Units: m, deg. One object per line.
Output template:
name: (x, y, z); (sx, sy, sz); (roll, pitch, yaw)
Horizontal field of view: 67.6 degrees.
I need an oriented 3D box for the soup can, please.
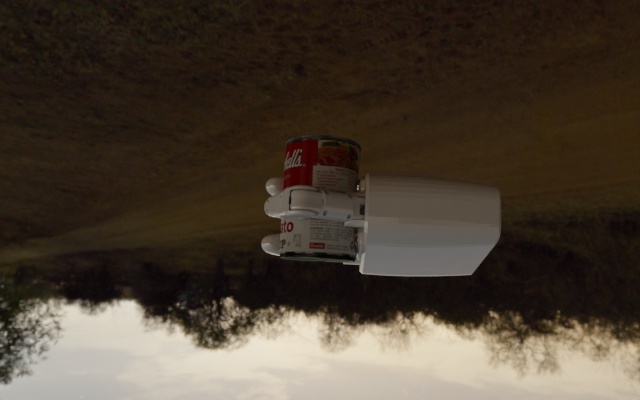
soup can: (0.000, 0.002, 0.420); (0.068, 0.102, 0.068); (3, -10, 0)
